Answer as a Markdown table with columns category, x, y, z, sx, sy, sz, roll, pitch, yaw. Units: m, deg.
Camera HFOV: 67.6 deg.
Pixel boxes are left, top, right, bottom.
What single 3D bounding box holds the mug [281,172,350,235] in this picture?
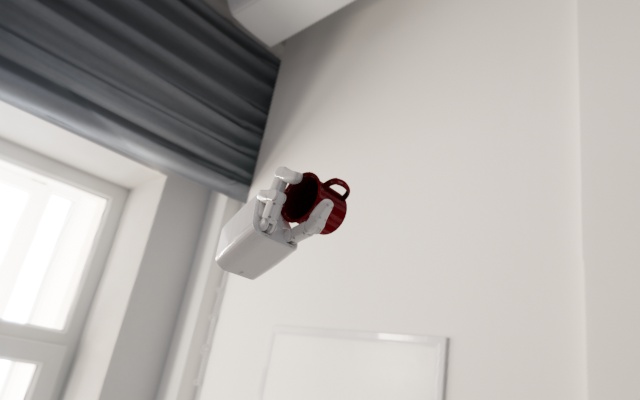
| category | x | y | z | sx | sy | sz | roll | pitch | yaw |
| --- | --- | --- | --- | --- | --- | --- | --- | --- | --- |
| mug | 0.001 | 0.002 | 0.818 | 0.117 | 0.093 | 0.081 | -38 | -46 | 23 |
